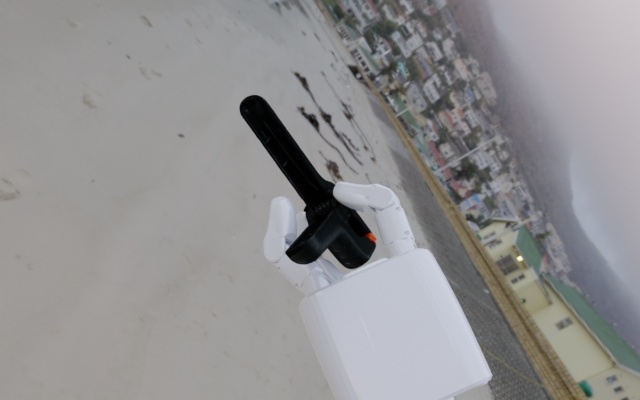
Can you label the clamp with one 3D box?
[{"bbox_3d":[0.001,0.001,0.446,0.036,0.164,0.210,-30,-27,14],"label":"clamp"}]
